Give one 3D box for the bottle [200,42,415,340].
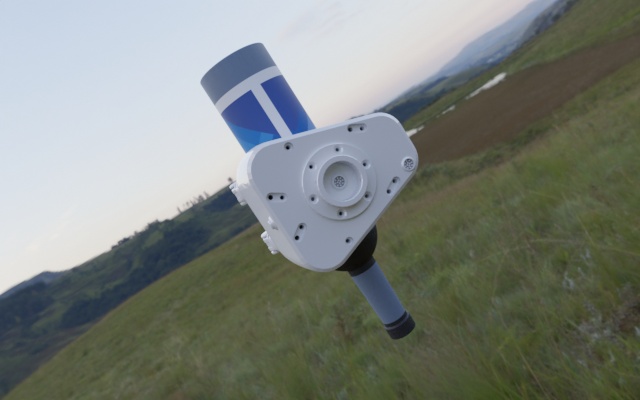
[{"bbox_3d":[0.000,0.001,0.441,0.069,0.296,0.069,-32,6,4],"label":"bottle"}]
